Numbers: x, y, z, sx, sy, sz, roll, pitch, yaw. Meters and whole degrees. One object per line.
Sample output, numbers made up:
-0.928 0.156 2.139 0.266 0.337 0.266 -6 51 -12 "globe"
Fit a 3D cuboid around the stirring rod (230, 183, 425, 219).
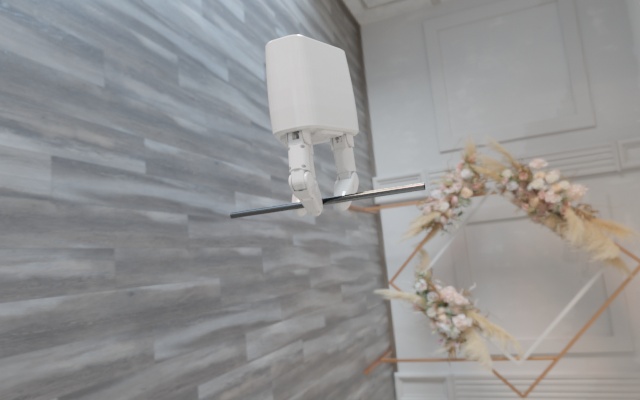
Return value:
0.000 0.002 0.552 0.239 0.011 0.011 -9 -3 21 "stirring rod"
